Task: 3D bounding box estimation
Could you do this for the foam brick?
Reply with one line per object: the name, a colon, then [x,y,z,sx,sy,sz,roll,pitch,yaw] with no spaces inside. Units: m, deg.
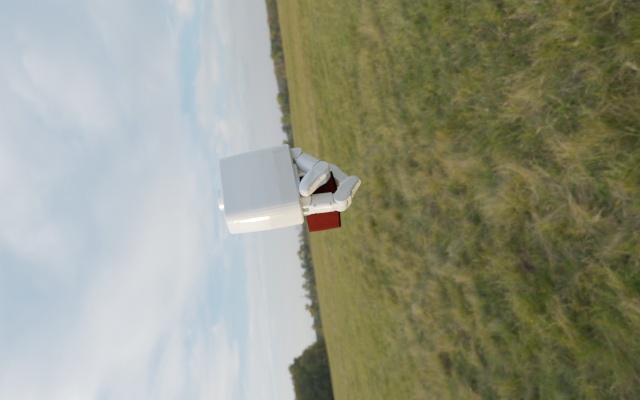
foam brick: [0.000,0.003,0.726,0.051,0.053,0.078,-11,-41,-4]
